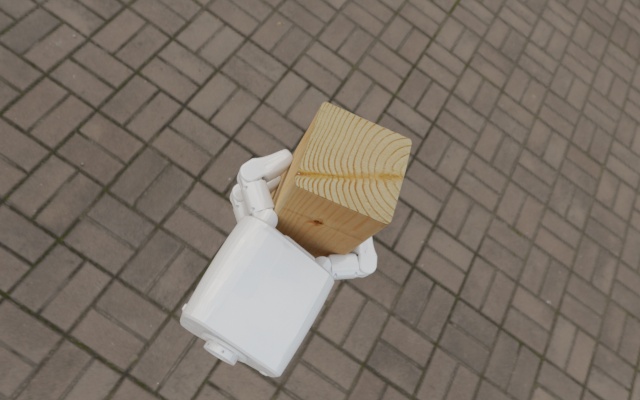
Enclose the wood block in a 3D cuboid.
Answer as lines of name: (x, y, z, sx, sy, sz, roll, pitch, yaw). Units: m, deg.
wood block: (0.000, 0.002, 0.496, 0.091, 0.090, 0.206, 23, -25, -9)
